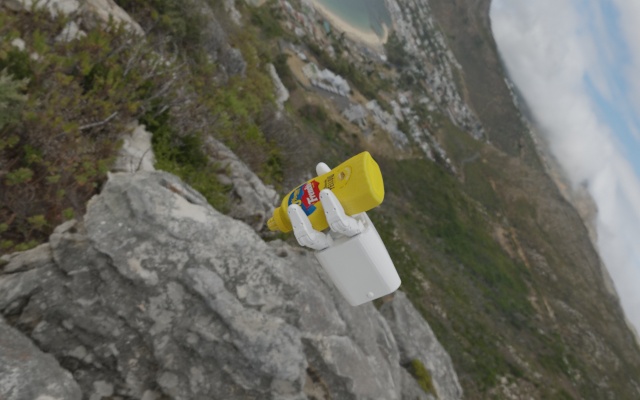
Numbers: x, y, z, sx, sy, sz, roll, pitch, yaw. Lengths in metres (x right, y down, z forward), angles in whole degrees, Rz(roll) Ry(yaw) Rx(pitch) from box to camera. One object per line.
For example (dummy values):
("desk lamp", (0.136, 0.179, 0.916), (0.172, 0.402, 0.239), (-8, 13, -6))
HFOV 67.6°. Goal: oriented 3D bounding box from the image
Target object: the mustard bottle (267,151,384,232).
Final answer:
("mustard bottle", (0.000, 0.002, 0.724), (0.192, 0.096, 0.058), (-26, -51, 23))
